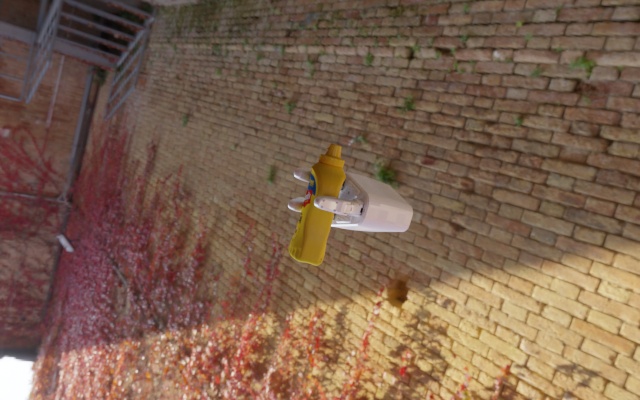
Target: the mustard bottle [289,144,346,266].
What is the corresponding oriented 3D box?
[{"bbox_3d":[0.000,0.003,0.775,0.058,0.191,0.096,15,7,-8],"label":"mustard bottle"}]
